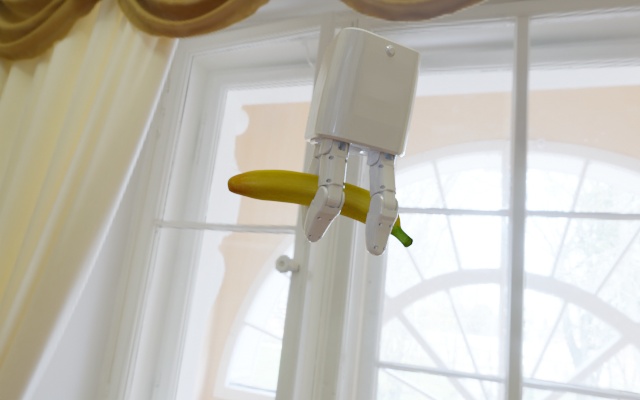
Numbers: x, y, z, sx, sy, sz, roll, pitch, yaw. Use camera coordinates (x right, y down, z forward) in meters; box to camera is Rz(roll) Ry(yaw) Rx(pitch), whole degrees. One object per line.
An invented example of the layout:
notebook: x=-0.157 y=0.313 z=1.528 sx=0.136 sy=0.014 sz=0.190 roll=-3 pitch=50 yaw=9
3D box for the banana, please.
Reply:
banana: x=0.003 y=-0.003 z=0.505 sx=0.198 sy=0.037 sz=0.069 roll=16 pitch=16 yaw=-5
